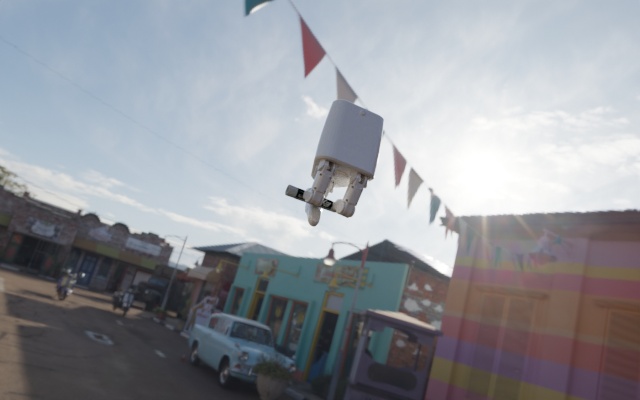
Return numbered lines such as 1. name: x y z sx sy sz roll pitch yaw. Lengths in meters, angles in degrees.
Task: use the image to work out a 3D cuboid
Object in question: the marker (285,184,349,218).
1. marker: 0.000 0.003 0.787 0.121 0.020 0.020 20 -7 -18
